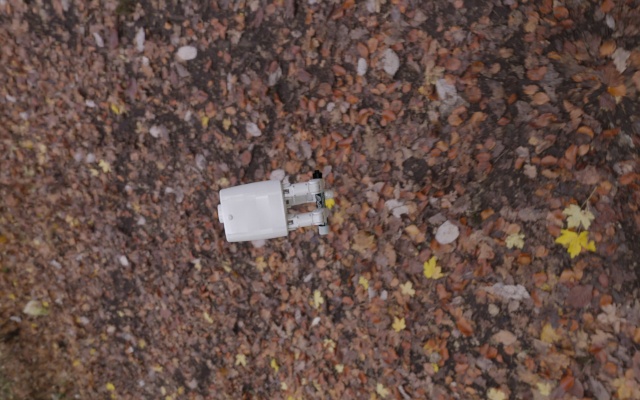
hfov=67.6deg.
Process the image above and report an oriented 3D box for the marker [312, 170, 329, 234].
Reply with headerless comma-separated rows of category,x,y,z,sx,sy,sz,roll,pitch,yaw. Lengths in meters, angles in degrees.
marker,0.000,0.003,0.892,0.020,0.121,0.020,-7,9,1
